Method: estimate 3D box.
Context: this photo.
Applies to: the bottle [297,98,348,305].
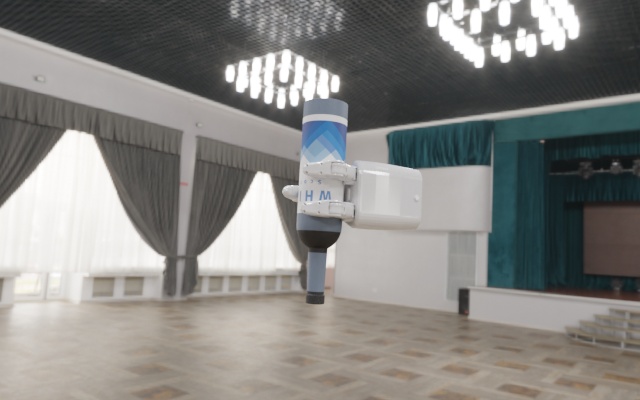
[{"bbox_3d":[0.000,0.002,0.702,0.069,0.295,0.069,3,-6,0],"label":"bottle"}]
